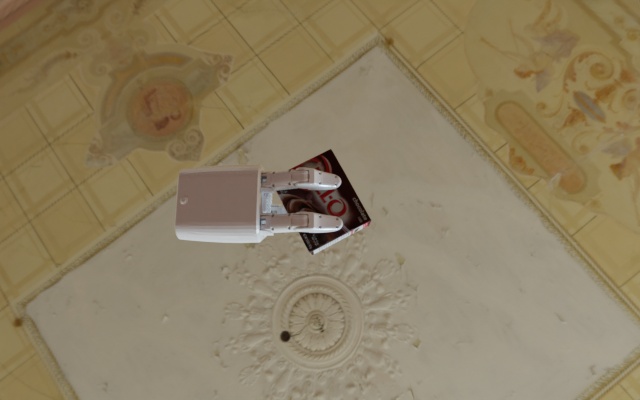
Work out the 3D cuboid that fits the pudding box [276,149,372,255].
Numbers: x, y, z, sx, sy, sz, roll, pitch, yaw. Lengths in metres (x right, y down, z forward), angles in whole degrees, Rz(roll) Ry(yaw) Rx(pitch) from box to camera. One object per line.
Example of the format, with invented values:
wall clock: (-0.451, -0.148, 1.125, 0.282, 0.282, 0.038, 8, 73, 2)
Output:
pudding box: (0.000, 0.002, 0.623, 0.090, 0.113, 0.039, -27, -11, -6)
